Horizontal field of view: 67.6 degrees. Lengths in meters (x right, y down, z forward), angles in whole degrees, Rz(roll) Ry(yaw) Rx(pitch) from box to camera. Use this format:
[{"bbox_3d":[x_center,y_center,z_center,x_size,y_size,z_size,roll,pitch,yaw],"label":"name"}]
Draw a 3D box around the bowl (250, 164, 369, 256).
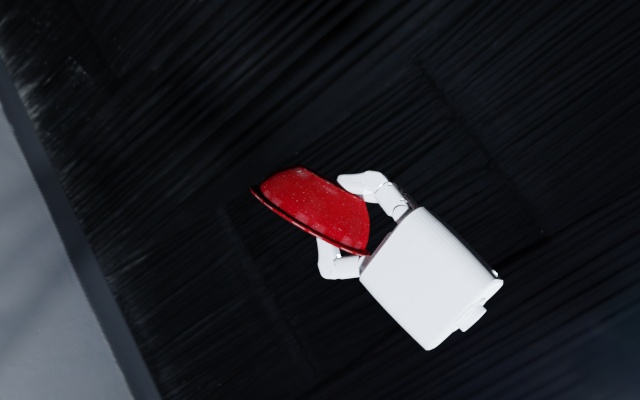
[{"bbox_3d":[-0.001,0.001,0.568,0.162,0.055,0.162,29,5,-3],"label":"bowl"}]
